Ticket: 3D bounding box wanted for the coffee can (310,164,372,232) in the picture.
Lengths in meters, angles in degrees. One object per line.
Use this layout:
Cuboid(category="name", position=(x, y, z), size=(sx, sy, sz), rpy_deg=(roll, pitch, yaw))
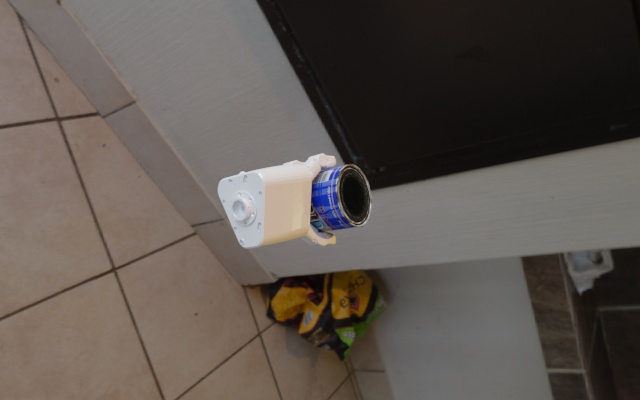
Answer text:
Cuboid(category="coffee can", position=(0.000, 0.003, 0.800), size=(0.140, 0.103, 0.103), rpy_deg=(-11, -6, 35))
